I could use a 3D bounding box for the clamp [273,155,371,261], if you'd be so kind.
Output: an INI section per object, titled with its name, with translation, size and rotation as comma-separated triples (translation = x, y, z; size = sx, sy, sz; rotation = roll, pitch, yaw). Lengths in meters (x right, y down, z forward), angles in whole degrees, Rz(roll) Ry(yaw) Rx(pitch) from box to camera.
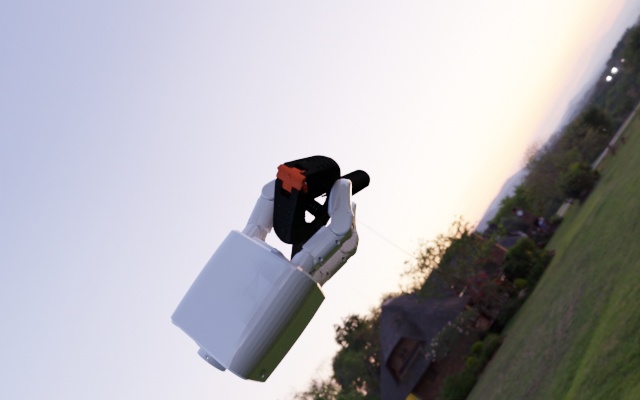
[clamp]
translation = -0.001, 0.001, 0.501
size = 0.036, 0.164, 0.210
rotation = 28, -16, 18
